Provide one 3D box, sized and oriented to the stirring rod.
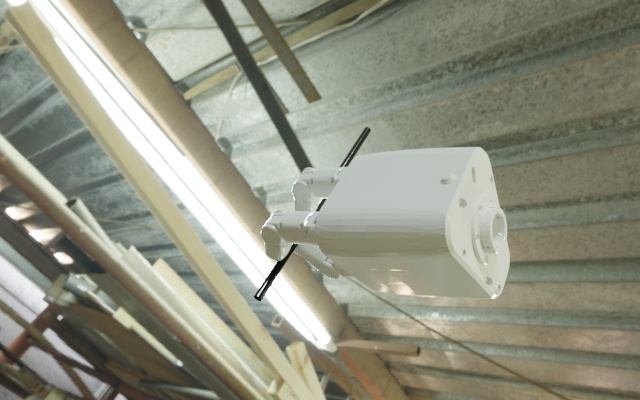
[{"bbox_3d":[0.000,0.002,0.478,0.011,0.011,0.239,0,43,38],"label":"stirring rod"}]
